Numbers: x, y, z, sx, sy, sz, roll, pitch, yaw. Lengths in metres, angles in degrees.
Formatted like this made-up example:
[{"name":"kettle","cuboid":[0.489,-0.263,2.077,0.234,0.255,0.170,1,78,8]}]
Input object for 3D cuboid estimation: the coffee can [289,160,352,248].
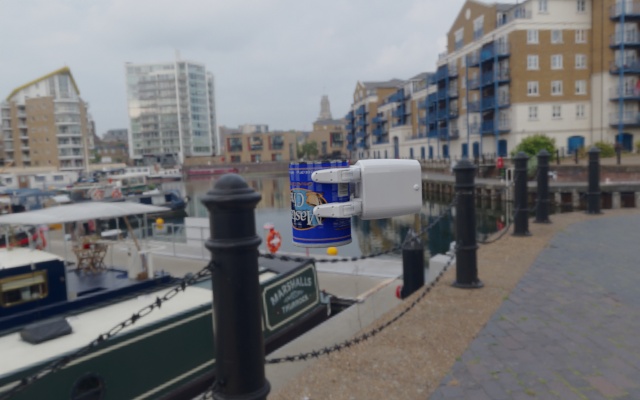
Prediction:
[{"name":"coffee can","cuboid":[0.000,0.003,0.811,0.103,0.140,0.103,-3,5,0]}]
